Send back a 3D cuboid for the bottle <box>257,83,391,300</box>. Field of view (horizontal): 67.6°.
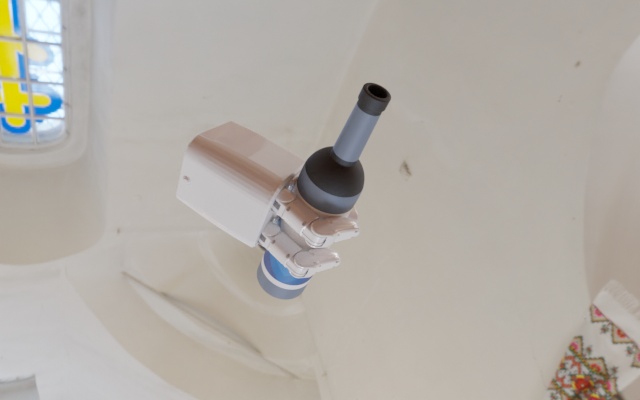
[{"bbox_3d":[0.000,0.002,0.519,0.069,0.069,0.296,0,-42,-27],"label":"bottle"}]
